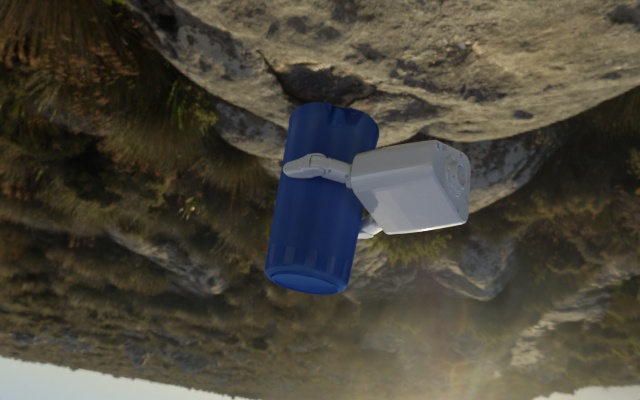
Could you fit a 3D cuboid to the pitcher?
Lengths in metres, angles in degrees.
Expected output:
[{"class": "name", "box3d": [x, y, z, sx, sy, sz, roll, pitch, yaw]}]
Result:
[{"class": "pitcher", "box3d": [0.000, 0.002, 0.660, 0.145, 0.242, 0.149, -9, -31, 38]}]
